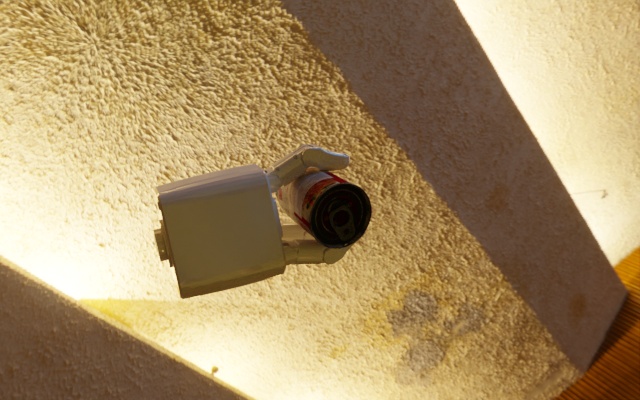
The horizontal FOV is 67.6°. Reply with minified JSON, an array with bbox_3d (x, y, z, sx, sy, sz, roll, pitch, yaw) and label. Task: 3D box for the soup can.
[{"bbox_3d":[0.000,0.001,0.510,0.068,0.068,0.102,0,16,-25],"label":"soup can"}]
